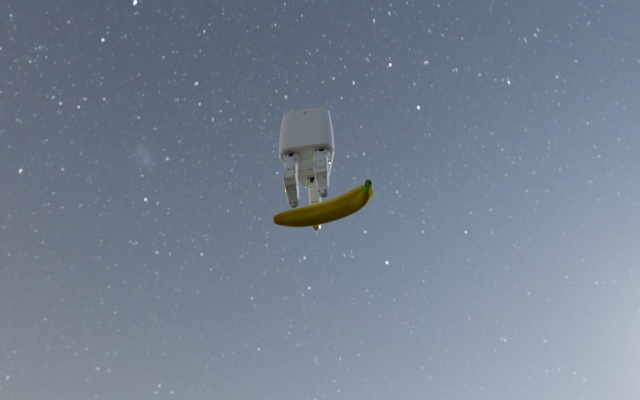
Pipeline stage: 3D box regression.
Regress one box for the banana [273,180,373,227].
[{"bbox_3d":[0.013,0.010,0.815,0.198,0.037,0.070,-23,-40,26],"label":"banana"}]
